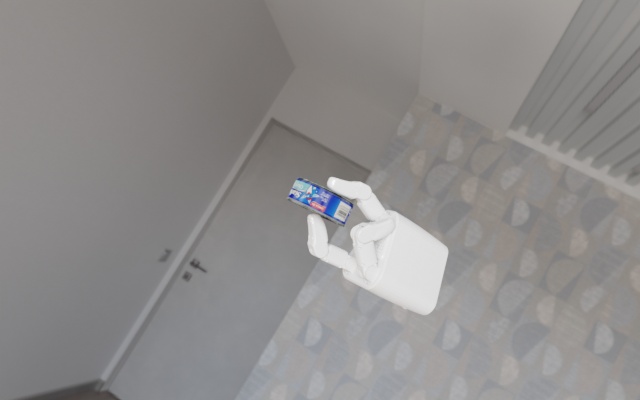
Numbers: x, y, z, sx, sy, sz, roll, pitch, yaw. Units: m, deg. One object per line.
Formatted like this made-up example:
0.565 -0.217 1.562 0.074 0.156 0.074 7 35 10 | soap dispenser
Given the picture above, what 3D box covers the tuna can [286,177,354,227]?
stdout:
0.000 0.002 0.634 0.086 0.034 0.086 26 -3 1 | tuna can
